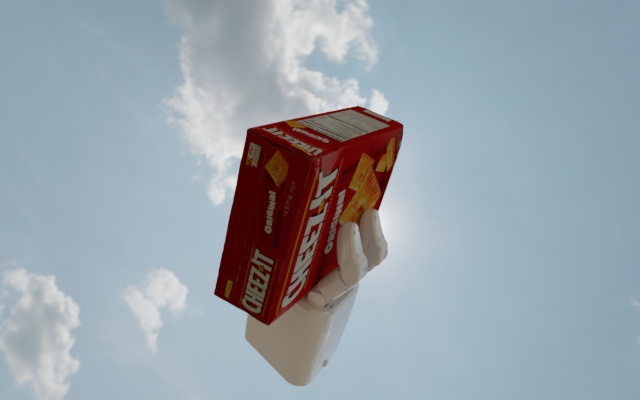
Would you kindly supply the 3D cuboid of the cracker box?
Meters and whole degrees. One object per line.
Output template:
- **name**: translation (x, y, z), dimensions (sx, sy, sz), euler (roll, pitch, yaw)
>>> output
- **cracker box**: translation (0.000, 0.001, 0.478), dimensions (0.072, 0.164, 0.213), euler (25, 25, 20)
